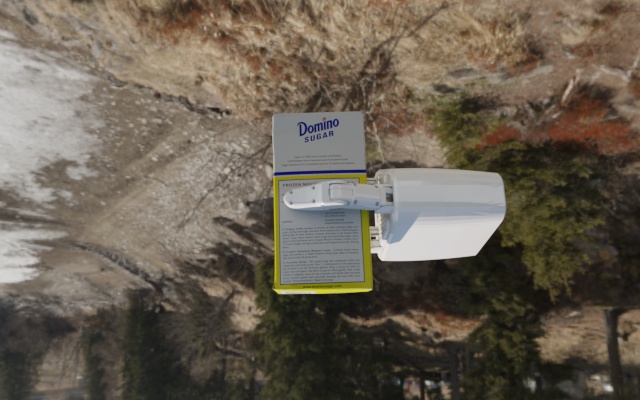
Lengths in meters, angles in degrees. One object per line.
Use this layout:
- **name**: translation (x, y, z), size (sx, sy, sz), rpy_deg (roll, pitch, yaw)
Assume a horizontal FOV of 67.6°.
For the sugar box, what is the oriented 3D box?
- **sugar box**: translation (0.000, 0.002, 0.473), size (0.093, 0.176, 0.048), rpy_deg (-1, -15, 0)
